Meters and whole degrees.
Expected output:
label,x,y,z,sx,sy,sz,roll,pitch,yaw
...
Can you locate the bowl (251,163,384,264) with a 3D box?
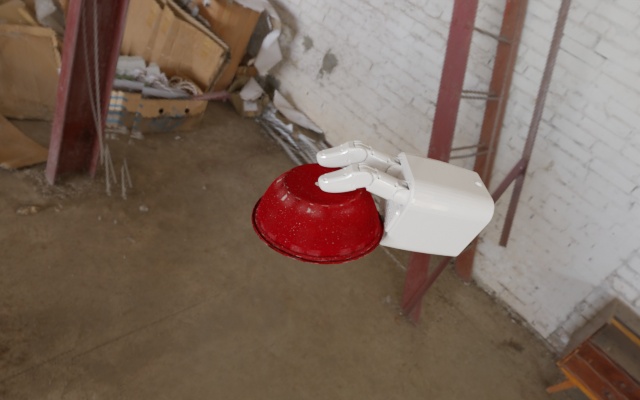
label,x,y,z,sx,sy,sz,roll,pitch,yaw
bowl,-0.001,0.002,0.564,0.162,0.055,0.162,5,34,-3
